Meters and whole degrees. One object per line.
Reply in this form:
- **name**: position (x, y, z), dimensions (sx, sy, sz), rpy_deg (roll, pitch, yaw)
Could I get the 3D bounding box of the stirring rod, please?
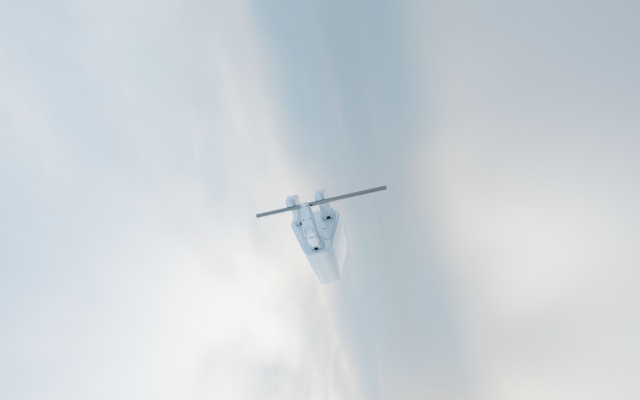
- **stirring rod**: position (0.000, 0.003, 0.857), dimensions (0.239, 0.011, 0.011), rpy_deg (-13, -2, 6)
